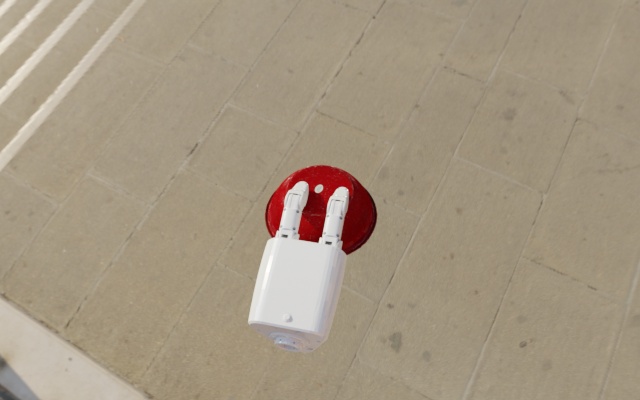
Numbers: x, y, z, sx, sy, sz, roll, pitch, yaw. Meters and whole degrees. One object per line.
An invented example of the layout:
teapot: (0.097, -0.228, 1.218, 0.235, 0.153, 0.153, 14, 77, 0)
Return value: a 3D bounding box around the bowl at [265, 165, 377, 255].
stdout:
bowl: (0.000, 0.001, 0.668, 0.162, 0.162, 0.055, 0, -40, 2)
